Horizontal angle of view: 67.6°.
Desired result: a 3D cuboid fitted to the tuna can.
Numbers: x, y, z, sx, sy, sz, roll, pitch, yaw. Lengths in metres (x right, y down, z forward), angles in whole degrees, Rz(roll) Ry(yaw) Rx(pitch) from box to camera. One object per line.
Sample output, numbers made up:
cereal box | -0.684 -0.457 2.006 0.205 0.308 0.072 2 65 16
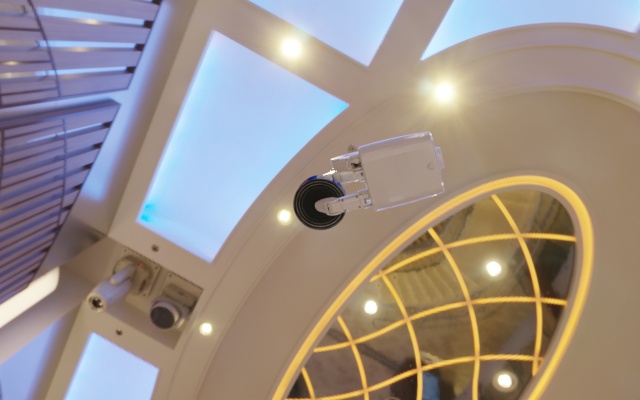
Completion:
tuna can | 0.000 0.002 0.773 0.086 0.086 0.033 0 16 4
